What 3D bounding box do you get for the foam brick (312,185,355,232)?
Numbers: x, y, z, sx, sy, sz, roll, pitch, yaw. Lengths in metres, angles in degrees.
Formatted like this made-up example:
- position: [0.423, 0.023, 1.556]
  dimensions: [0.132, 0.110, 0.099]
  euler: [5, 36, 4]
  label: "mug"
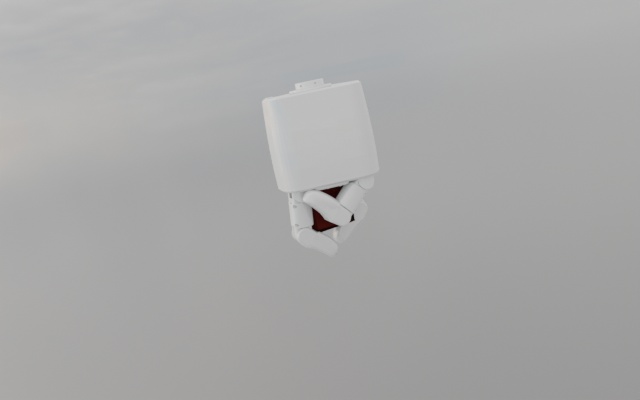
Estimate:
- position: [0.000, 0.002, 0.596]
  dimensions: [0.053, 0.051, 0.078]
  euler: [-18, 15, -21]
  label: "foam brick"
